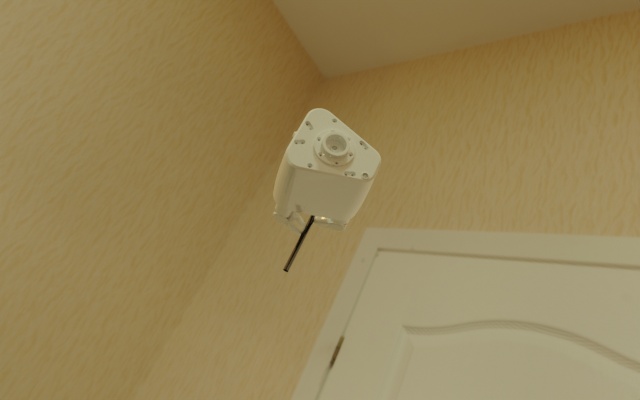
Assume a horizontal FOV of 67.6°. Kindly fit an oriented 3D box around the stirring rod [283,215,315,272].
[{"bbox_3d":[0.000,0.002,0.716,0.011,0.239,0.011,21,-28,12],"label":"stirring rod"}]
